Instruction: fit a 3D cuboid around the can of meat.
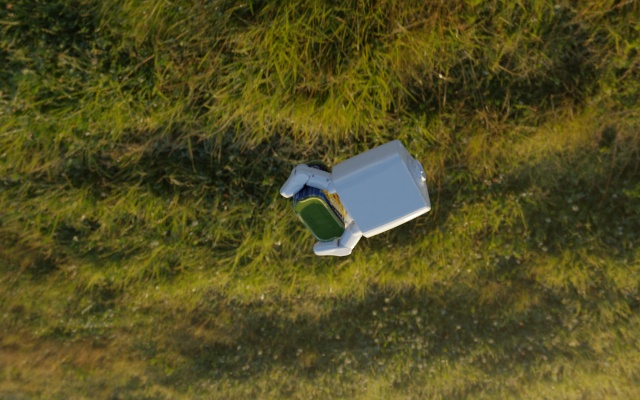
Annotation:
[{"bbox_3d":[0.000,0.003,0.744,0.057,0.083,0.102,-22,-52,21],"label":"can of meat"}]
